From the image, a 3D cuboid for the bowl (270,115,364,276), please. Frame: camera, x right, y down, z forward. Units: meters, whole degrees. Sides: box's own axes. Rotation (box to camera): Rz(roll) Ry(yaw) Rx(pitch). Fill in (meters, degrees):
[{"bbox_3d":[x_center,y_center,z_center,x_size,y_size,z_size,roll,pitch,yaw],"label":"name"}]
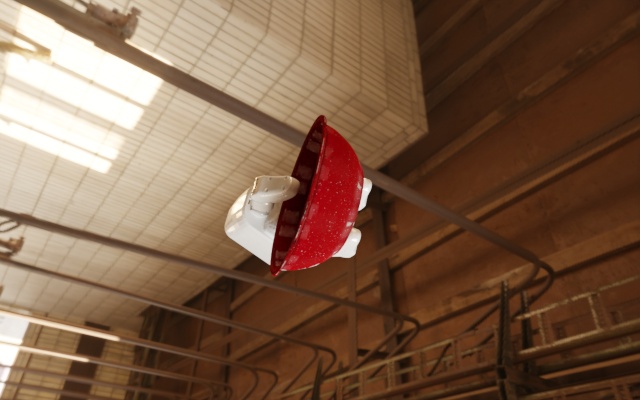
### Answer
[{"bbox_3d":[0.001,0.002,0.466,0.055,0.162,0.162,17,-3,-10],"label":"bowl"}]
